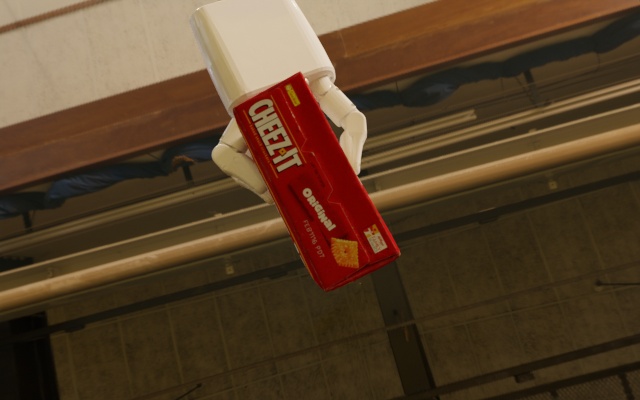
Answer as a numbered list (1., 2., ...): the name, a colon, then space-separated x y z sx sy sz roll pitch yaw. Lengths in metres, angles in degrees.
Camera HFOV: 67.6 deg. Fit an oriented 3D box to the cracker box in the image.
1. cracker box: 0.000 0.001 0.459 0.072 0.164 0.214 -28 -10 0
